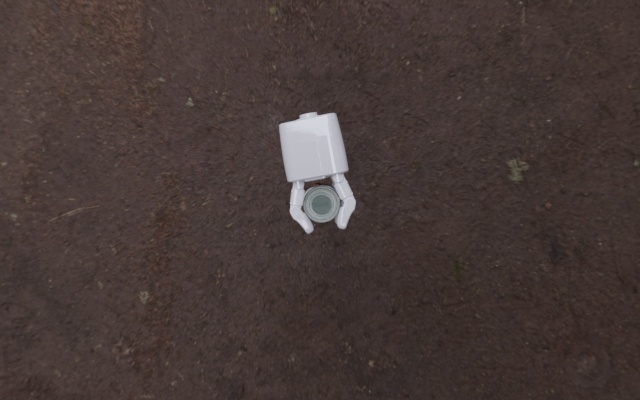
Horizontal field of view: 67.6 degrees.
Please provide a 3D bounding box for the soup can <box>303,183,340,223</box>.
[{"bbox_3d":[0.000,0.003,0.890,0.068,0.068,0.102,0,5,-3],"label":"soup can"}]
